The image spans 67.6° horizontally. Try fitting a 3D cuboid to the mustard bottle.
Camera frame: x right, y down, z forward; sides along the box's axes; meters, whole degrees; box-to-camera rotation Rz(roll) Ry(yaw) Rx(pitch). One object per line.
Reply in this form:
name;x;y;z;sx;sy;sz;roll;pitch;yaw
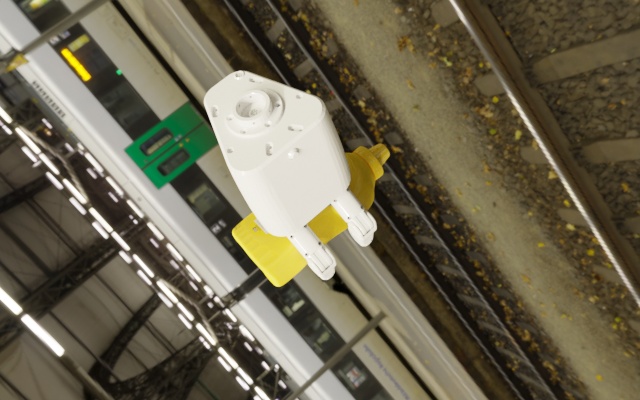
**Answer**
mustard bottle;0.000;0.002;0.521;0.191;0.058;0.096;-40;36;-10
